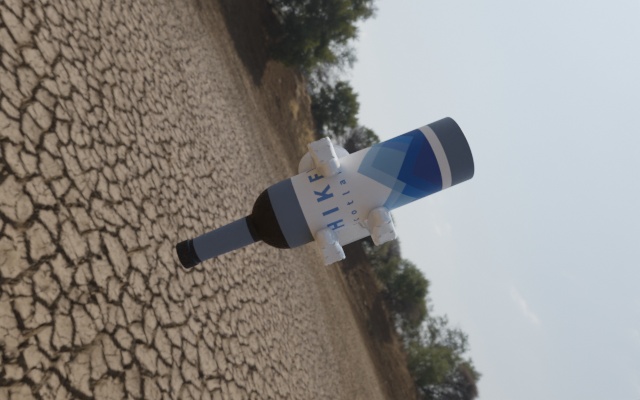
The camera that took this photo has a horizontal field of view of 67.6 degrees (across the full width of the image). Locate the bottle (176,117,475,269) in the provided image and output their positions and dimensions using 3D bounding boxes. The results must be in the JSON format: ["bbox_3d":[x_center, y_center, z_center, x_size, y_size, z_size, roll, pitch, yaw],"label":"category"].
[{"bbox_3d":[0.000,0.001,0.472,0.296,0.069,0.069,-21,0,0],"label":"bottle"}]
